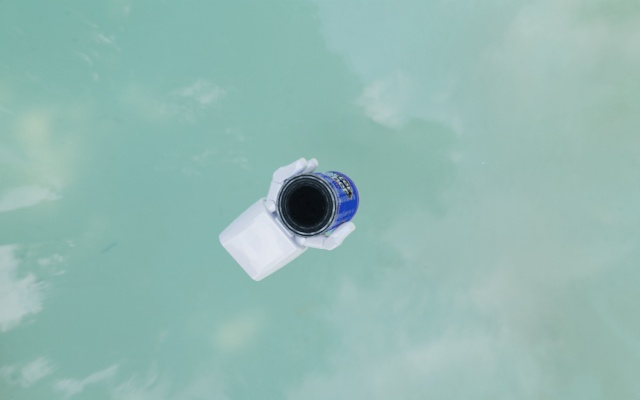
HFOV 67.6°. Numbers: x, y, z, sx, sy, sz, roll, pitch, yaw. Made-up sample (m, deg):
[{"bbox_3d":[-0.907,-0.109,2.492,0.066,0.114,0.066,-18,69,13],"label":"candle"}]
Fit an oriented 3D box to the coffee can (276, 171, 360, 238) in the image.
[{"bbox_3d":[0.000,0.003,0.801,0.103,0.103,0.140,0,4,19],"label":"coffee can"}]
